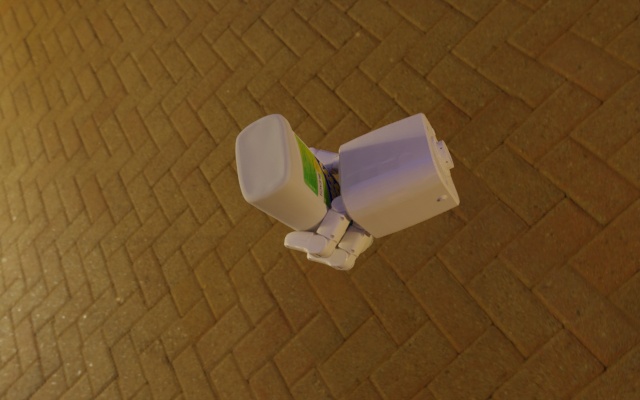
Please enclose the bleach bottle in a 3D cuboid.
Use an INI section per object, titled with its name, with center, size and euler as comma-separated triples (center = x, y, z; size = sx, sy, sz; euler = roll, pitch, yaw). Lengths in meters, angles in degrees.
[bleach bottle]
center = 0.000, 0.002, 0.585
size = 0.068, 0.102, 0.251
euler = -24, -32, 20
